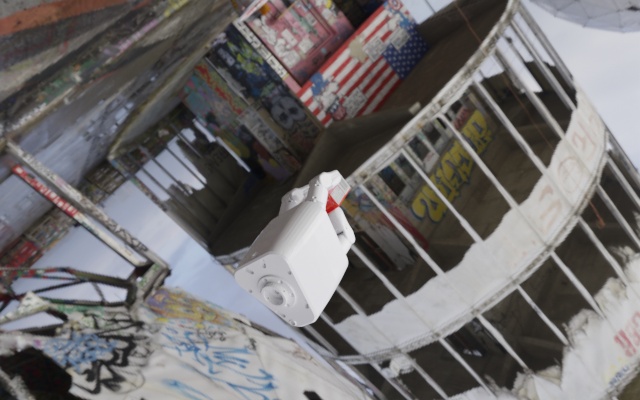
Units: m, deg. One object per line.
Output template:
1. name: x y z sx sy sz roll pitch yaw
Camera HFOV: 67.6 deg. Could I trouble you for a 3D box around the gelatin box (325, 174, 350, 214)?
1. gelatin box: 0.000 0.003 0.708 0.073 0.030 0.089 -34 8 24
